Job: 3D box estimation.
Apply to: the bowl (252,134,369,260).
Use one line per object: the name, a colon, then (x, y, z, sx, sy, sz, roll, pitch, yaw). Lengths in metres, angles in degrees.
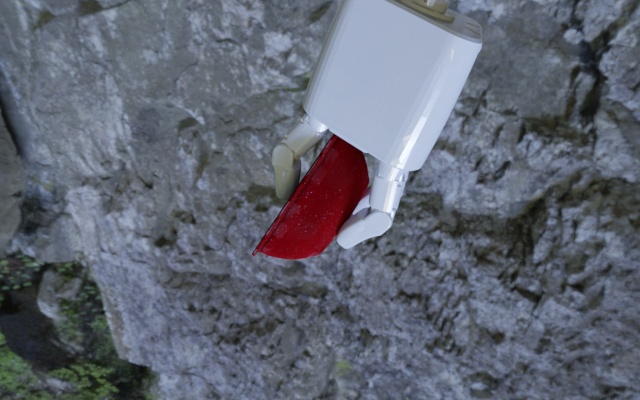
bowl: (0.000, 0.003, 0.471, 0.055, 0.162, 0.162, 35, -2, -3)
